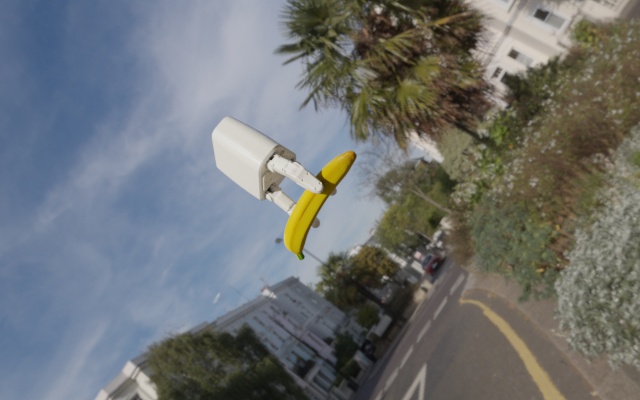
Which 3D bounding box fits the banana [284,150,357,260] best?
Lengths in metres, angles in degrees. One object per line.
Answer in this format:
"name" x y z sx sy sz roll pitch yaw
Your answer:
"banana" -0.009 0.005 0.740 0.037 0.198 0.069 33 12 20
